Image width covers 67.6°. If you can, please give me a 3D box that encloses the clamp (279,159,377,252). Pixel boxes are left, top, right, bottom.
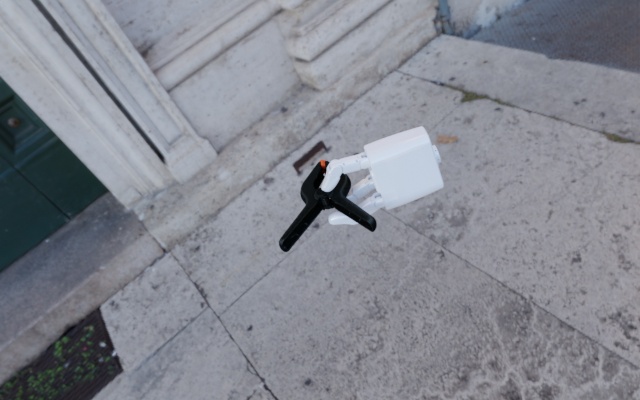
[{"bbox_3d":[0.000,0.002,0.842,0.164,0.036,0.209,-18,39,5],"label":"clamp"}]
